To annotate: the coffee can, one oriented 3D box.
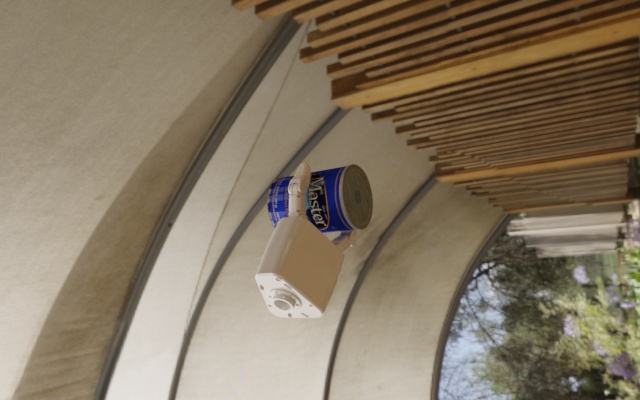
[{"bbox_3d":[0.000,0.002,0.775,0.140,0.103,0.103,-8,-4,31],"label":"coffee can"}]
